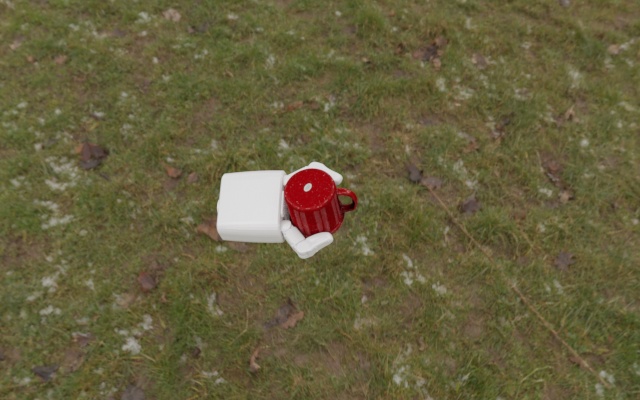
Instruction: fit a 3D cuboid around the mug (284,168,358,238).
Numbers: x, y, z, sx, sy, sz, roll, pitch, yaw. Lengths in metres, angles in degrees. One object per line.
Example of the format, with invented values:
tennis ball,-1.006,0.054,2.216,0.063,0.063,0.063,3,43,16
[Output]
mug,0.002,0.002,0.757,0.117,0.093,0.082,-2,-33,9
